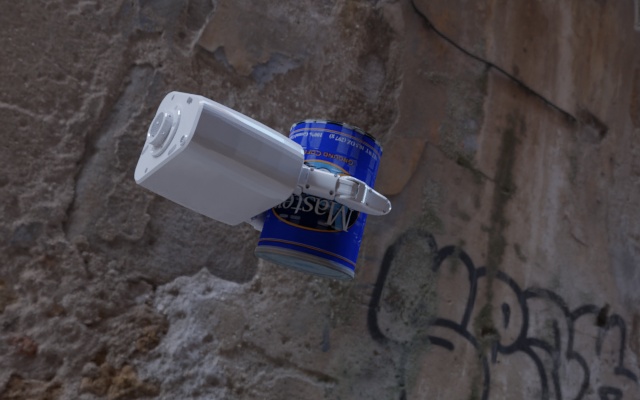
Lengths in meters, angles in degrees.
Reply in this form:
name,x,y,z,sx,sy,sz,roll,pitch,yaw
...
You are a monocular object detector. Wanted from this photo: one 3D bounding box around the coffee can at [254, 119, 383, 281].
name,x,y,z,sx,sy,sz,roll,pitch,yaw
coffee can,0.000,0.002,0.496,0.103,0.140,0.103,14,-15,4
